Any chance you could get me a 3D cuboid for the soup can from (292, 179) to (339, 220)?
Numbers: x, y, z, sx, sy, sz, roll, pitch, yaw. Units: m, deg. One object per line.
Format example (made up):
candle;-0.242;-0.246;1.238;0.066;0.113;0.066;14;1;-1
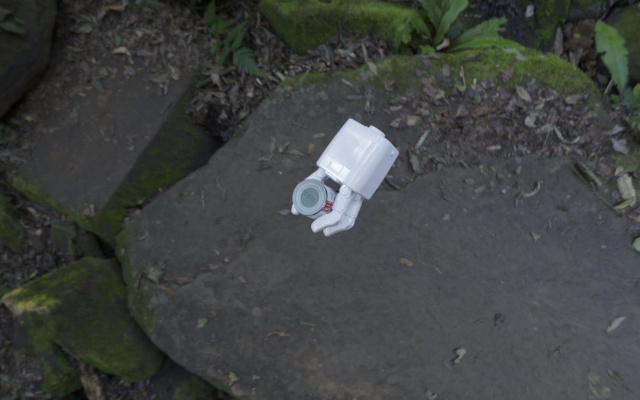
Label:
soup can;0.000;0.003;0.872;0.068;0.068;0.102;0;-10;23
